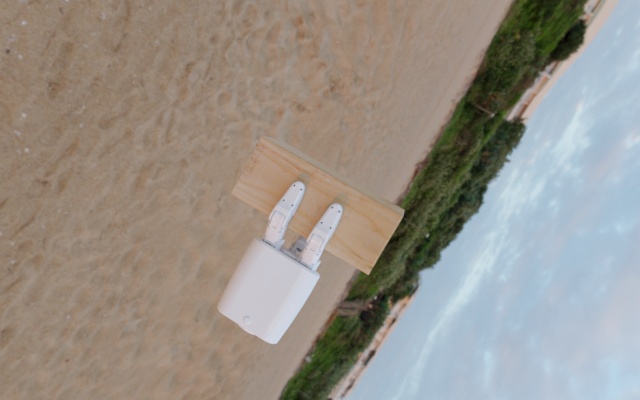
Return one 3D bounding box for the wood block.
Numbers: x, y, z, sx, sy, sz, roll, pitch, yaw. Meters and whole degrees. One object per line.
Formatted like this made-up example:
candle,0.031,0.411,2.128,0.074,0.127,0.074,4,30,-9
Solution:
wood block,0.000,0.003,0.643,0.206,0.090,0.091,30,8,8
